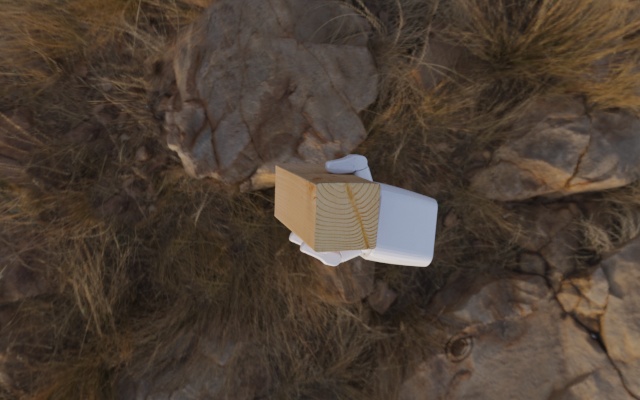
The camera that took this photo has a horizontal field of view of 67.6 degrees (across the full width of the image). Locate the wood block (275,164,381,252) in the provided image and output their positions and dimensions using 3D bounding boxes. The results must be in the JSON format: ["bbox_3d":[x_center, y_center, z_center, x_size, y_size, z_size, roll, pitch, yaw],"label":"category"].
[{"bbox_3d":[0.001,0.002,0.702,0.090,0.091,0.206,-1,11,-20],"label":"wood block"}]
